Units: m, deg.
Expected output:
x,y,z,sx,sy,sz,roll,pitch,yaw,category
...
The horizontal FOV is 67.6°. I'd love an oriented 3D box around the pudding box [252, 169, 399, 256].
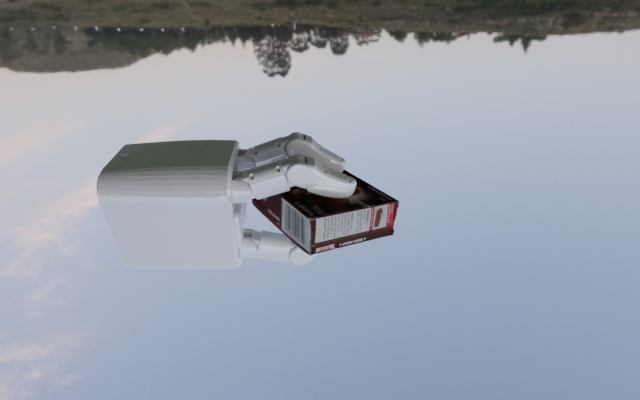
x,y,z,sx,sy,sz,roll,pitch,yaw,category
0.000,0.002,0.433,0.090,0.039,0.113,-11,30,-30,pudding box
